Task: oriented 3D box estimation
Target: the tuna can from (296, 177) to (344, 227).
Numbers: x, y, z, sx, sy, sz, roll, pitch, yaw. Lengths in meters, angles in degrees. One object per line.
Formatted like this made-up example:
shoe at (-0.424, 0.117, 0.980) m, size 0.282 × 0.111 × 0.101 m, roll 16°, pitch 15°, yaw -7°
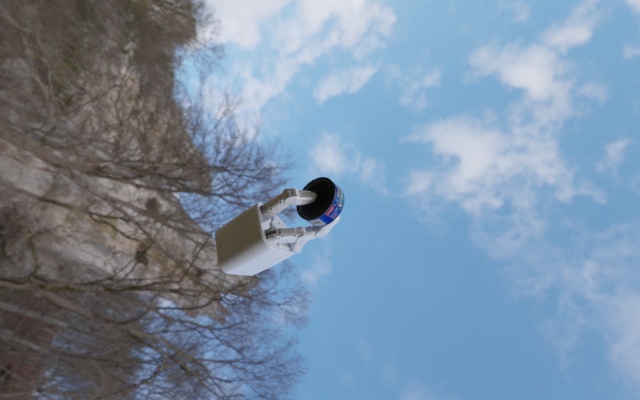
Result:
tuna can at (0.001, 0.003, 0.856) m, size 0.086 × 0.086 × 0.034 m, roll 0°, pitch -26°, yaw 40°
